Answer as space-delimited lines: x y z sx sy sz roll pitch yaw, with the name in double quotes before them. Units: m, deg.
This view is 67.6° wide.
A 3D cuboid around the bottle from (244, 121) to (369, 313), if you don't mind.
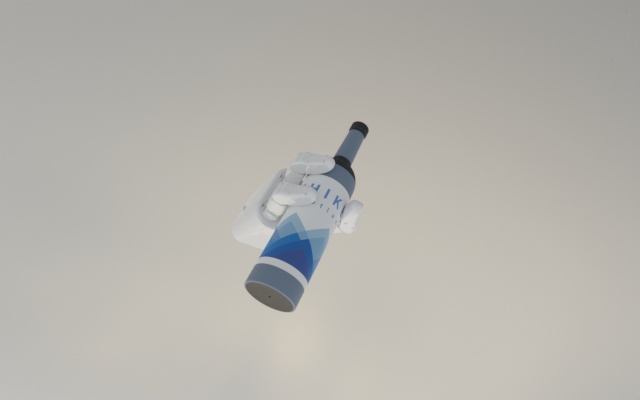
"bottle" 0.000 0.002 0.627 0.069 0.295 0.069 20 -33 14
